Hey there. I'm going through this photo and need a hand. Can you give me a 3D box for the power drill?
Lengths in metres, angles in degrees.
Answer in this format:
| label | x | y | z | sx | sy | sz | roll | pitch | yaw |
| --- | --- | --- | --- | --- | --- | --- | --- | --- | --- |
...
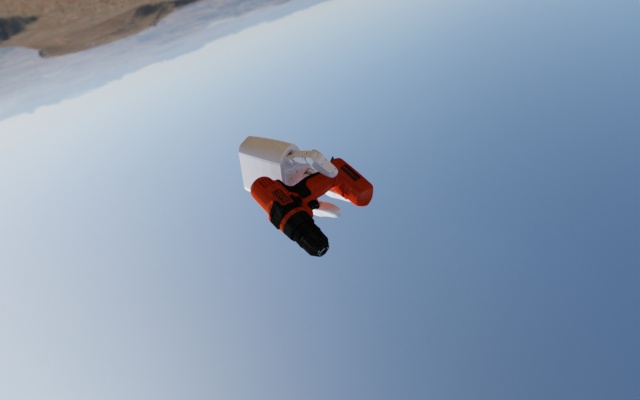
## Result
| label | x | y | z | sx | sy | sz | roll | pitch | yaw |
| --- | --- | --- | --- | --- | --- | --- | --- | --- | --- |
| power drill | 0.000 | 0.002 | 0.818 | 0.187 | 0.057 | 0.184 | -22 | 54 | -35 |
